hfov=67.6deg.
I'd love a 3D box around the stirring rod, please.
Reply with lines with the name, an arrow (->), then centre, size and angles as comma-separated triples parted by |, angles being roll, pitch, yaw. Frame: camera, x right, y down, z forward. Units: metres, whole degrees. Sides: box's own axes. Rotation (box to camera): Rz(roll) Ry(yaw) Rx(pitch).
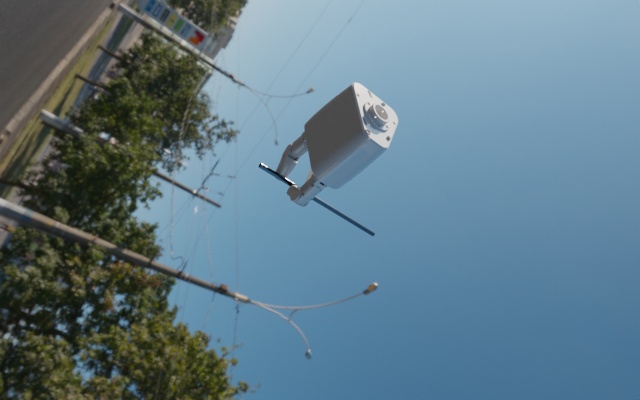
stirring rod -> 0.000, 0.002, 0.779 | 0.239, 0.011, 0.011 | 31, -15, -26
